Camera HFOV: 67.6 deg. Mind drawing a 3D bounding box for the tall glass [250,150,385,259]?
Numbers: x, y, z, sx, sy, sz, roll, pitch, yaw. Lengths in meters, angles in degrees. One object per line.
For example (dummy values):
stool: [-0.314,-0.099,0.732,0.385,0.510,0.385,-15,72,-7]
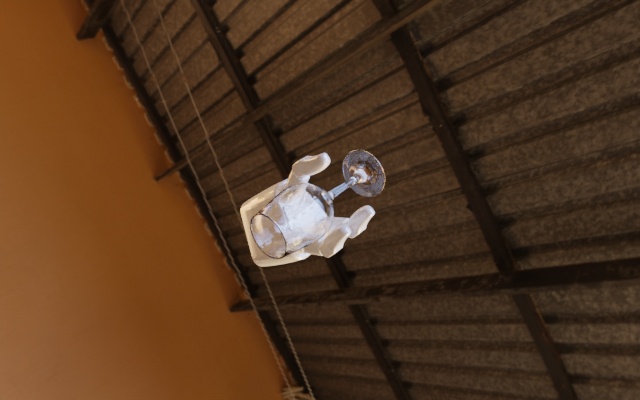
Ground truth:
tall glass: [0.001,0.002,0.632,0.079,0.079,0.201,0,24,44]
